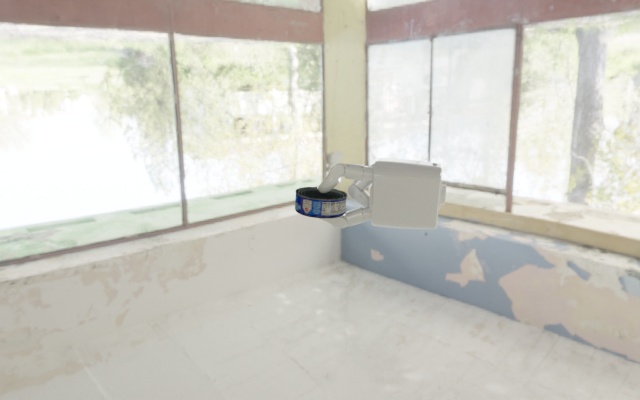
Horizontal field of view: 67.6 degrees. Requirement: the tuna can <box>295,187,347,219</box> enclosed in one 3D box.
[{"bbox_3d":[0.000,0.003,0.789,0.086,0.034,0.086,4,14,-1],"label":"tuna can"}]
